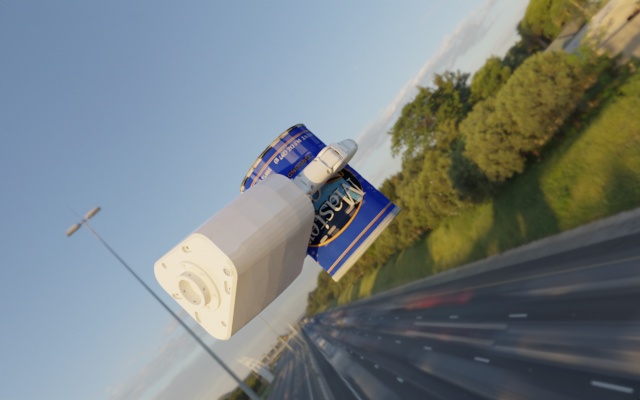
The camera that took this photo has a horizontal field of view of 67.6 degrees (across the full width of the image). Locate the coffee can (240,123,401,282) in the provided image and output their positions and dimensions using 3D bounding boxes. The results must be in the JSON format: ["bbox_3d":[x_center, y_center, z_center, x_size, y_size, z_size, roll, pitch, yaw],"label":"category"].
[{"bbox_3d":[0.000,0.002,0.511,0.140,0.103,0.103,42,6,7],"label":"coffee can"}]
